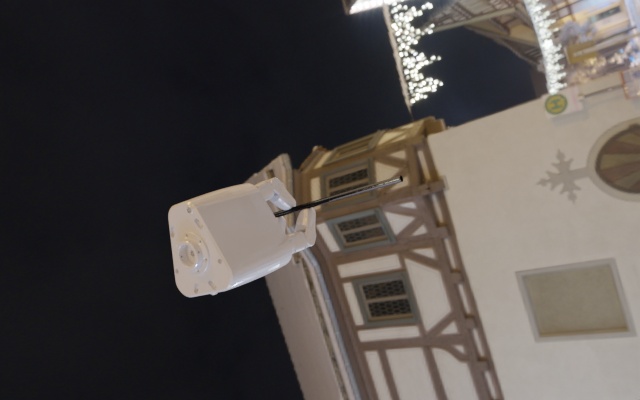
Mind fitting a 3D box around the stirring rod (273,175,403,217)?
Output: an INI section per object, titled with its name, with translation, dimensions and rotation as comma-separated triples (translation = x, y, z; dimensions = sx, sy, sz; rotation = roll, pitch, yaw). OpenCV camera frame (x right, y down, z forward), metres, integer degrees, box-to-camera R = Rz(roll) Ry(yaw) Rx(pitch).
[stirring rod]
translation = 0.000, 0.002, 0.632
dimensions = 0.239, 0.011, 0.011
rotation = -16, -9, 34
